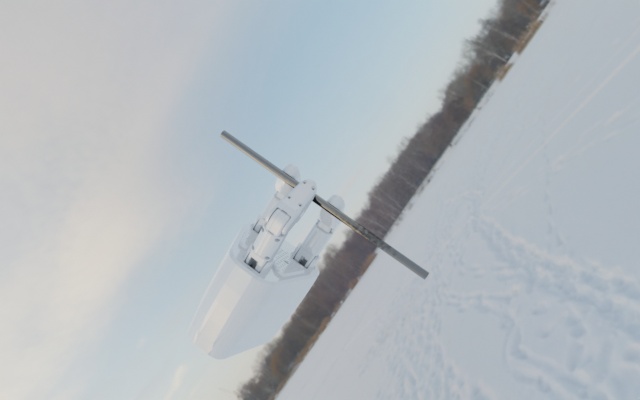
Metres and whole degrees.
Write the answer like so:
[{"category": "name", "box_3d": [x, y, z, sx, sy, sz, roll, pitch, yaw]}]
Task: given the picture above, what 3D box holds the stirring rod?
[{"category": "stirring rod", "box_3d": [0.000, 0.002, 0.456, 0.239, 0.011, 0.011, 35, 6, 9]}]
